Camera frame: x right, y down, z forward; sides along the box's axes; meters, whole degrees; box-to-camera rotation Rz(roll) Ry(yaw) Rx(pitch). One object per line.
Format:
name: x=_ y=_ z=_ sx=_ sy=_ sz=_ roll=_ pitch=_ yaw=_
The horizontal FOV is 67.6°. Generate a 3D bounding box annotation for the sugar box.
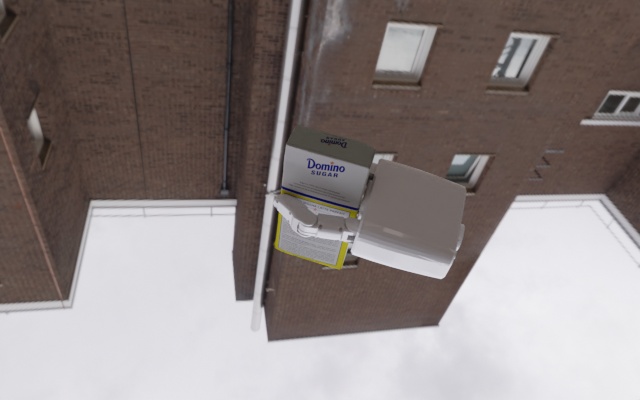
sugar box: x=0.000 y=0.002 z=0.562 sx=0.093 sy=0.176 sz=0.048 roll=17 pitch=43 yaw=4
